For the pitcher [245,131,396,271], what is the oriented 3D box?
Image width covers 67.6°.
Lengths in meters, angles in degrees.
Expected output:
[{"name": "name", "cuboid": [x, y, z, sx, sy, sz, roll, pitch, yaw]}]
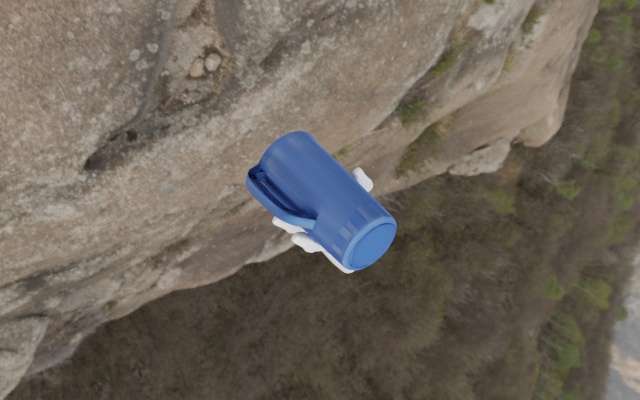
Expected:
[{"name": "pitcher", "cuboid": [0.000, 0.003, 0.786, 0.242, 0.149, 0.145, 44, -5, 34]}]
